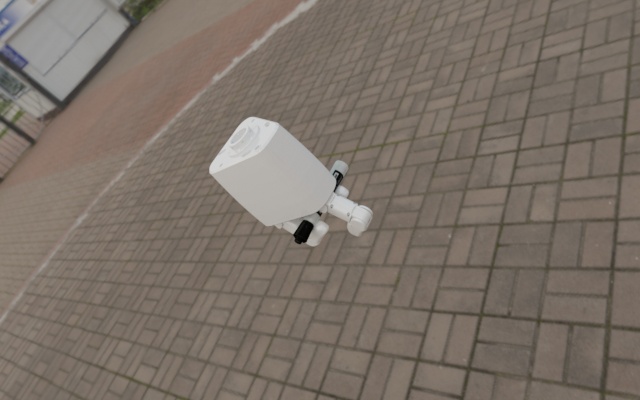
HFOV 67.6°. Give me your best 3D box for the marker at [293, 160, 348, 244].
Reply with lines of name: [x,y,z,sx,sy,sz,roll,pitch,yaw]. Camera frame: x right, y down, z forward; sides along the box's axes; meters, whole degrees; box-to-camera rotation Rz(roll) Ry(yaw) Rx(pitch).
marker: [0.000,0.002,0.591,0.020,0.121,0.020,25,-24,12]
